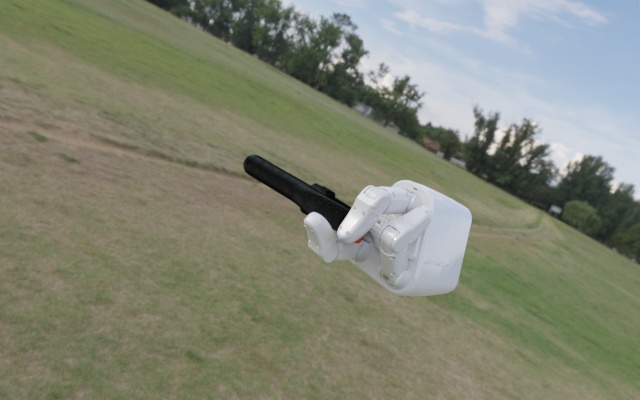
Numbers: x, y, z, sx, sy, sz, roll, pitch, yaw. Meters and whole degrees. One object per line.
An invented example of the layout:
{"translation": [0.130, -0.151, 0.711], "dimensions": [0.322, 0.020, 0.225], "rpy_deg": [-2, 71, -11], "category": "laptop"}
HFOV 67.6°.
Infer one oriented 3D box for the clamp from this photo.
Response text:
{"translation": [0.000, 0.001, 0.534], "dimensions": [0.120, 0.039, 0.171], "rpy_deg": [14, 16, -49], "category": "clamp"}
